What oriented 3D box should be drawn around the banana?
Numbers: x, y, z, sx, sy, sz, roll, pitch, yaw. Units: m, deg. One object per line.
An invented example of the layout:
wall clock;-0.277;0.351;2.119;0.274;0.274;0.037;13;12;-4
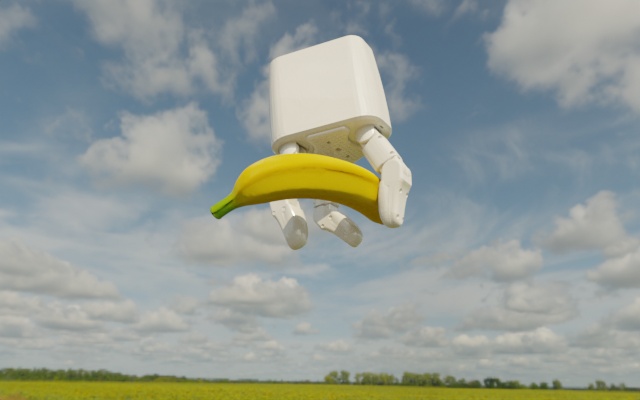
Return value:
banana;0.007;-0.008;0.420;0.198;0.037;0.070;6;-35;-34
